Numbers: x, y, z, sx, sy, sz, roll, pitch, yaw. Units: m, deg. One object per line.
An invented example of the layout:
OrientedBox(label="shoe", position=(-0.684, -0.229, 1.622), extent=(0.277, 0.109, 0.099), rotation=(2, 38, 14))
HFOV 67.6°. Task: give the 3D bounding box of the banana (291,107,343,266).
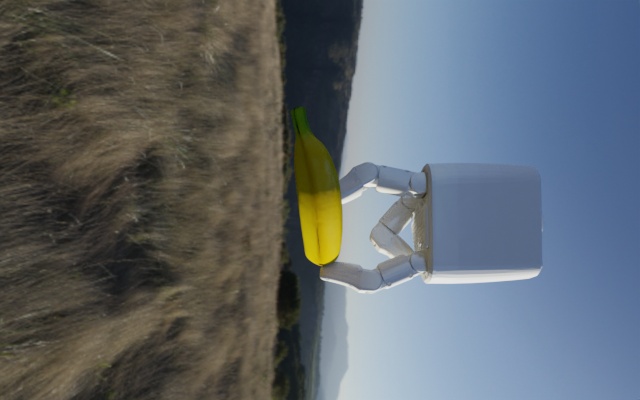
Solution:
OrientedBox(label="banana", position=(0.001, 0.013, 0.428), extent=(0.037, 0.069, 0.198), rotation=(-4, -41, 1))
